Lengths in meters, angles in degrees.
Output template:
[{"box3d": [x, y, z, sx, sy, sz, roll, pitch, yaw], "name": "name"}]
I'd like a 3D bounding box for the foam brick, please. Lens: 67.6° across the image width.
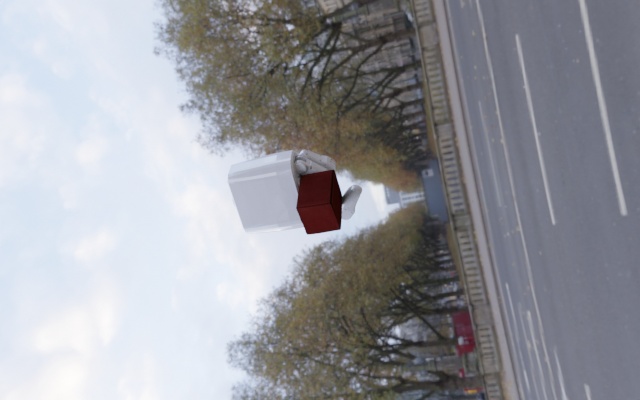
[{"box3d": [0.000, 0.002, 0.679, 0.051, 0.053, 0.078, -10, 38, 12], "name": "foam brick"}]
